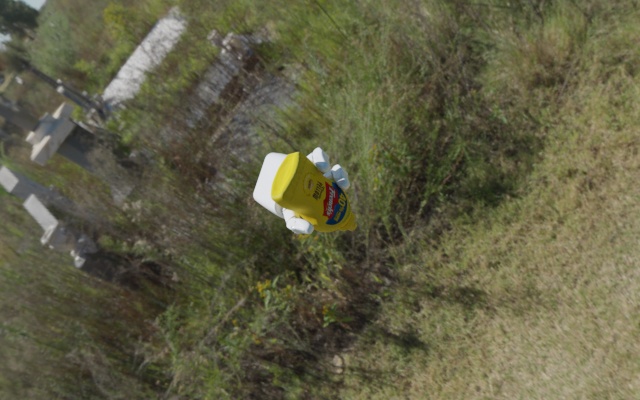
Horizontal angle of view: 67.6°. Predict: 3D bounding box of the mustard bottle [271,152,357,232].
[{"bbox_3d":[0.000,0.003,0.860,0.058,0.096,0.192,-10,-38,44],"label":"mustard bottle"}]
